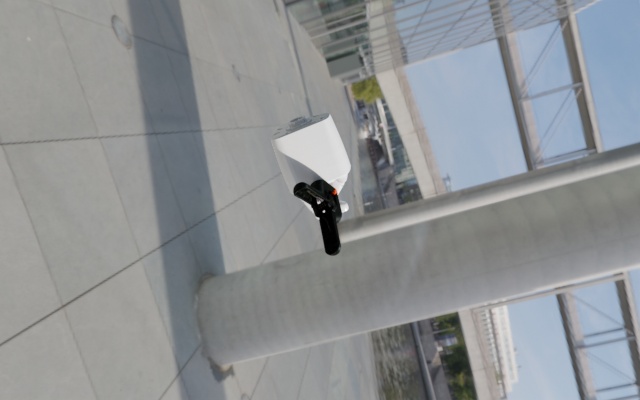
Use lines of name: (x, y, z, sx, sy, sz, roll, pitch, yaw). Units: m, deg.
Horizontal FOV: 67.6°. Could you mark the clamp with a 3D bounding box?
clamp: (0.001, 0.002, 0.761, 0.039, 0.120, 0.171, -21, 20, 10)
